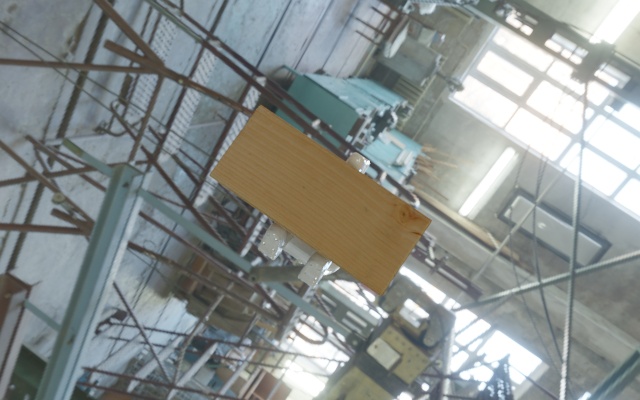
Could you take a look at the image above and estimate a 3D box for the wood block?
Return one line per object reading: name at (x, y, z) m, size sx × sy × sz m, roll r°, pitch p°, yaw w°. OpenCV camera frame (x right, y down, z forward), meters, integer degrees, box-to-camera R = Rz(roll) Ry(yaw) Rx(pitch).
wood block at (0.000, 0.002, 0.507) m, size 0.206 × 0.091 × 0.090 m, roll 34°, pitch -4°, yaw 6°
